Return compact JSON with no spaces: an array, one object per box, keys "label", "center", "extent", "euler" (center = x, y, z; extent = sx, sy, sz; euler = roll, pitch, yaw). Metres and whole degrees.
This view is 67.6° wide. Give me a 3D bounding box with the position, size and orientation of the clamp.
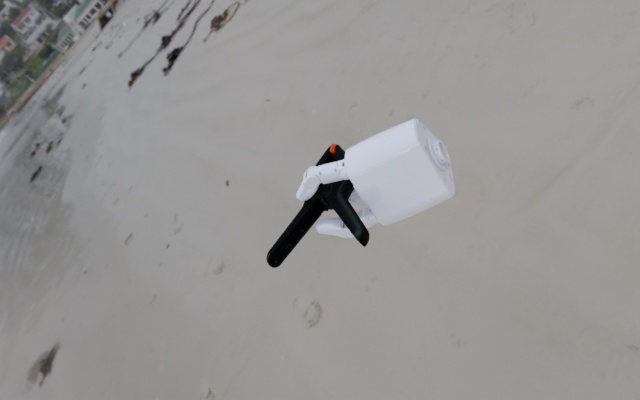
[{"label":"clamp","center":[0.000,0.001,0.691],"extent":[0.164,0.209,0.036],"euler":[-22,-50,28]}]
